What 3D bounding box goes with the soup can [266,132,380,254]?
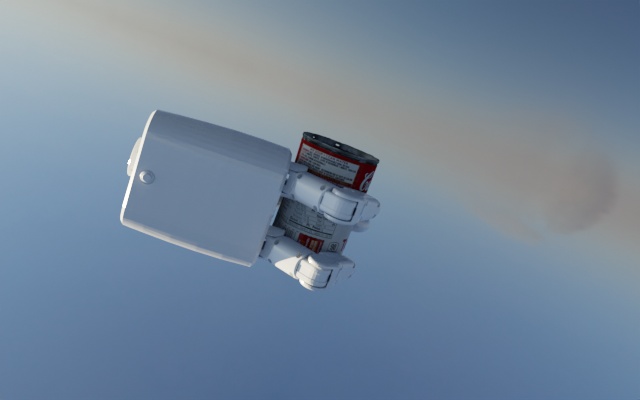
[{"bbox_3d":[0.000,0.002,0.406,0.068,0.102,0.068,20,12,-4],"label":"soup can"}]
